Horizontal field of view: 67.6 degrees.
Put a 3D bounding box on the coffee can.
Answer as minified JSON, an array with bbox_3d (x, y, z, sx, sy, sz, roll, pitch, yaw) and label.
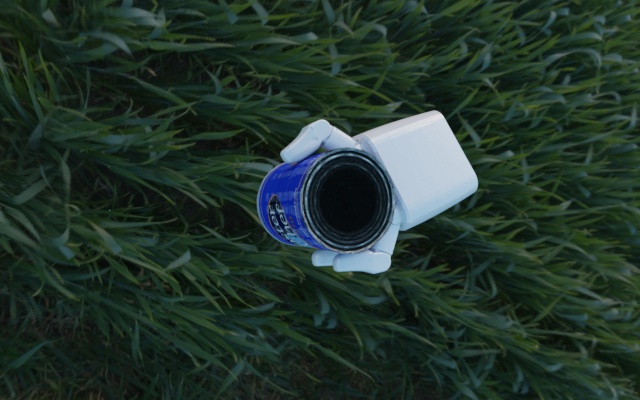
[{"bbox_3d":[0.000,0.002,0.516,0.103,0.103,0.140,0,-1,-24],"label":"coffee can"}]
